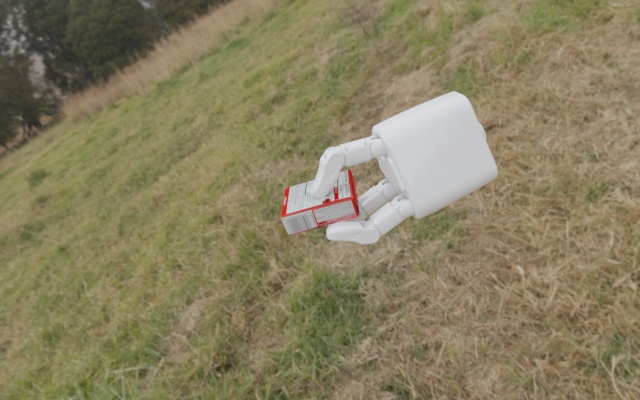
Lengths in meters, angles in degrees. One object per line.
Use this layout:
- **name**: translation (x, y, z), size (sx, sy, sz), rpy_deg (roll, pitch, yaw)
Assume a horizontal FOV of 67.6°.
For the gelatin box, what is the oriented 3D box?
- **gelatin box**: translation (0.000, 0.002, 0.568), size (0.089, 0.030, 0.073), rpy_deg (-15, 28, 8)
